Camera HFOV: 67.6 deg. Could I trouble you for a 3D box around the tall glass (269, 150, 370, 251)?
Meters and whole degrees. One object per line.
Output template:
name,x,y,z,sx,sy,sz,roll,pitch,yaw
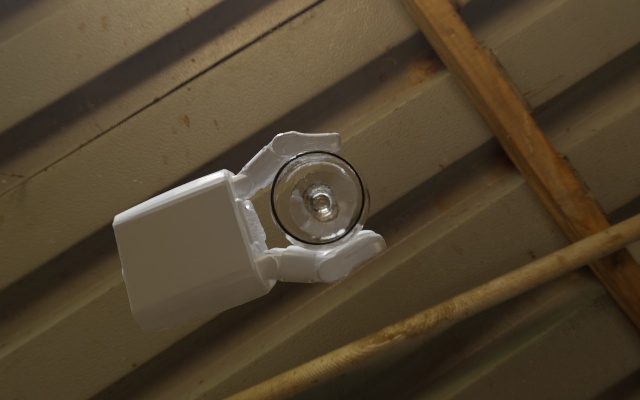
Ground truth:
tall glass,0.000,0.001,0.408,0.079,0.079,0.201,0,-2,1
